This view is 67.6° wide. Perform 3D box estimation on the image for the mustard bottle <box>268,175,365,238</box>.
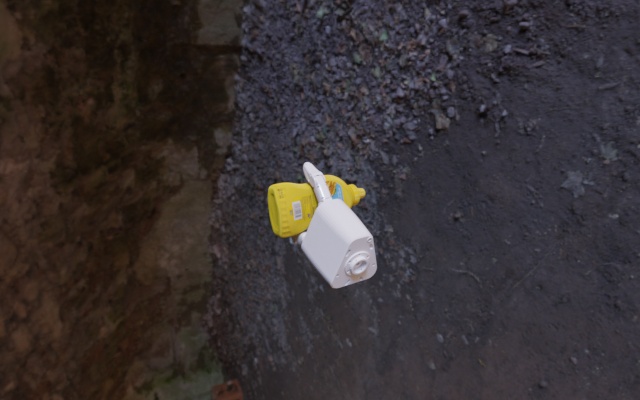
[{"bbox_3d":[0.000,0.003,0.894,0.191,0.096,0.058,-12,13,-26],"label":"mustard bottle"}]
